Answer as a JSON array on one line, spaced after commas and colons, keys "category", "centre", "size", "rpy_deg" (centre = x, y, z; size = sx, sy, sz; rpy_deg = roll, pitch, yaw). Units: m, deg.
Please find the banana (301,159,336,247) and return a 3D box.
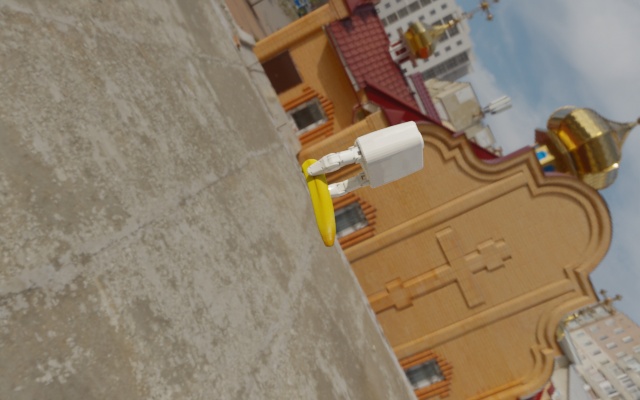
[{"category": "banana", "centre": [-0.002, -0.011, 0.865], "size": [0.037, 0.197, 0.070], "rpy_deg": [-13, -39, -4]}]
